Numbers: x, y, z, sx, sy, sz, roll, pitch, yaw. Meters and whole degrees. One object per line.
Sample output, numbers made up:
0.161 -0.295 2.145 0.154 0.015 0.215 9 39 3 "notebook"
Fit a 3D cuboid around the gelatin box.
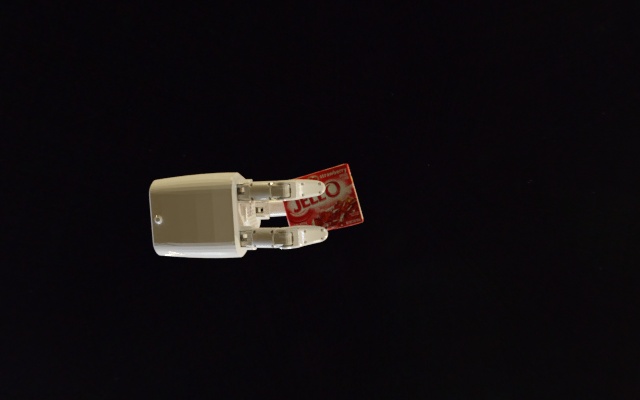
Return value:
0.000 0.002 0.582 0.089 0.073 0.030 -16 3 4 "gelatin box"
